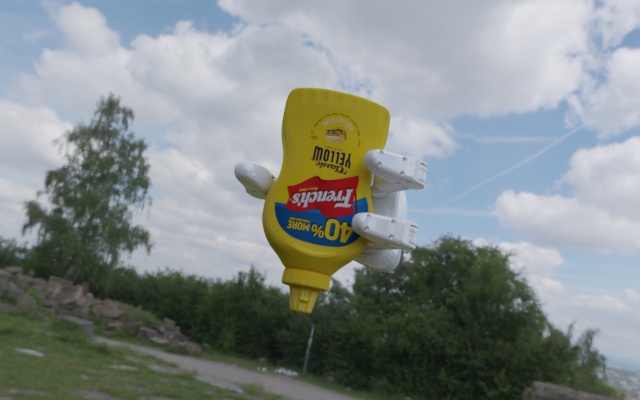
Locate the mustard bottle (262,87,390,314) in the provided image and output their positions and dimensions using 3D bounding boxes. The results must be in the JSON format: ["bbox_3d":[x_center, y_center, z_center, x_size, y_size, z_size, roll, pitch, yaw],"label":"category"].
[{"bbox_3d":[0.000,0.001,0.419,0.096,0.191,0.058,12,-13,-6],"label":"mustard bottle"}]
